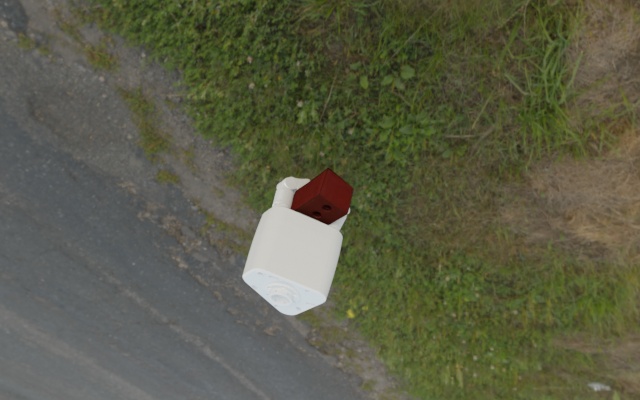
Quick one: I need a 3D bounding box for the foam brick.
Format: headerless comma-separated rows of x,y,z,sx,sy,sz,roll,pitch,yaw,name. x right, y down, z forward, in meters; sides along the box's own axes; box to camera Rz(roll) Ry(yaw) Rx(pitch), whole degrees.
0.000,0.002,0.677,0.053,0.051,0.078,36,-45,-21,foam brick
